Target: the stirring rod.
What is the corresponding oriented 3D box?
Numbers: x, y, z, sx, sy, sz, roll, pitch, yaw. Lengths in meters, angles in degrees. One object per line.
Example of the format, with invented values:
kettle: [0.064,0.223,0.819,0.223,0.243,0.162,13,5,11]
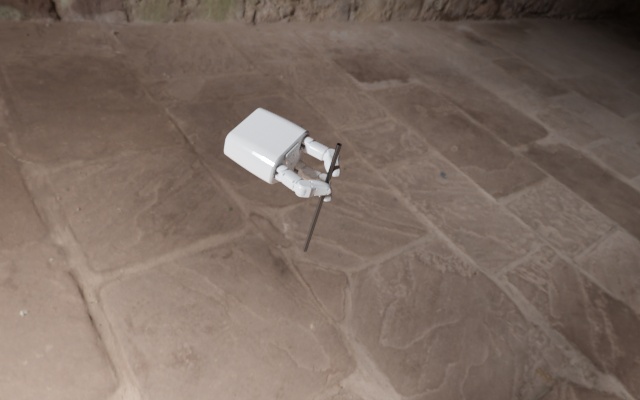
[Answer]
stirring rod: [0.000,0.003,0.822,0.011,0.240,0.011,11,38,-9]
